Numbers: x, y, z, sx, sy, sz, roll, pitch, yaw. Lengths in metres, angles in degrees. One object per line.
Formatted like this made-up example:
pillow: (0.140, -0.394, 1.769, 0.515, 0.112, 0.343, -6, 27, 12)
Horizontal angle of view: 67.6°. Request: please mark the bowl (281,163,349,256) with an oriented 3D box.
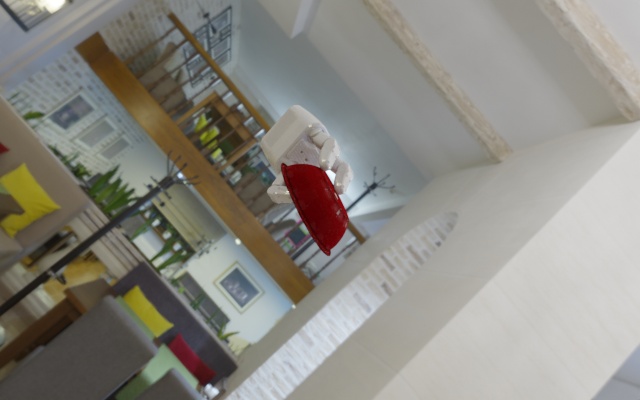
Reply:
bowl: (0.001, 0.003, 0.739, 0.055, 0.162, 0.162, -27, -3, 6)
